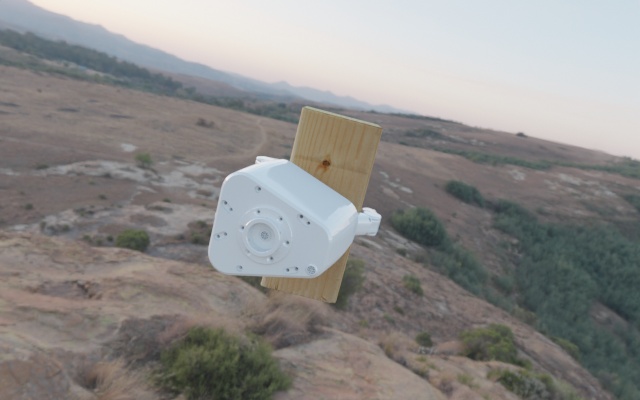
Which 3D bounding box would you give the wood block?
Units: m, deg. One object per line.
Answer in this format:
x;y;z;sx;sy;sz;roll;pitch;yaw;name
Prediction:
0.000;0.002;0.564;0.091;0.206;0.090;14;12;-2;wood block
